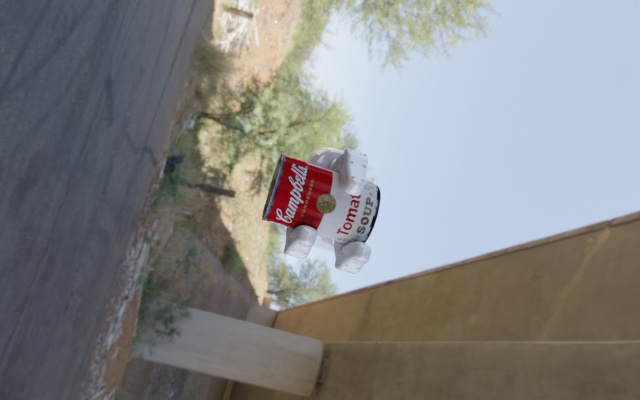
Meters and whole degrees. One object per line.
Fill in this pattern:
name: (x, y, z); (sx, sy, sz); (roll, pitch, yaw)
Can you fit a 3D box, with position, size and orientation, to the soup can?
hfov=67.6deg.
soup can: (0.000, 0.002, 0.473); (0.102, 0.068, 0.068); (17, -3, -10)
